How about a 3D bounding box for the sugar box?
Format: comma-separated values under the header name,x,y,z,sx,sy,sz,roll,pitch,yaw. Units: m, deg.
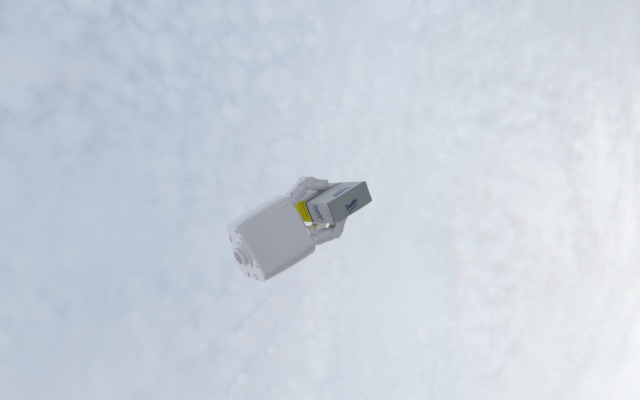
name,x,y,z,sx,sy,sz,roll,pitch,yaw
sugar box,0.000,0.003,0.861,0.093,0.048,0.176,-30,19,-31
